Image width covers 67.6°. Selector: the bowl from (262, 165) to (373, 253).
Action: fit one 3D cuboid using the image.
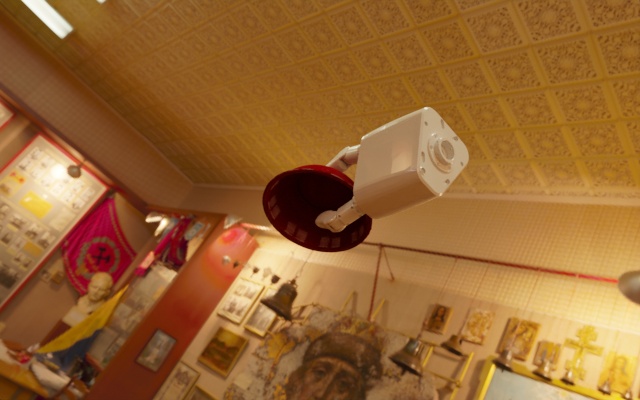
[{"bbox_3d":[-0.001,0.002,0.697,0.162,0.162,0.055,0,41,19],"label":"bowl"}]
